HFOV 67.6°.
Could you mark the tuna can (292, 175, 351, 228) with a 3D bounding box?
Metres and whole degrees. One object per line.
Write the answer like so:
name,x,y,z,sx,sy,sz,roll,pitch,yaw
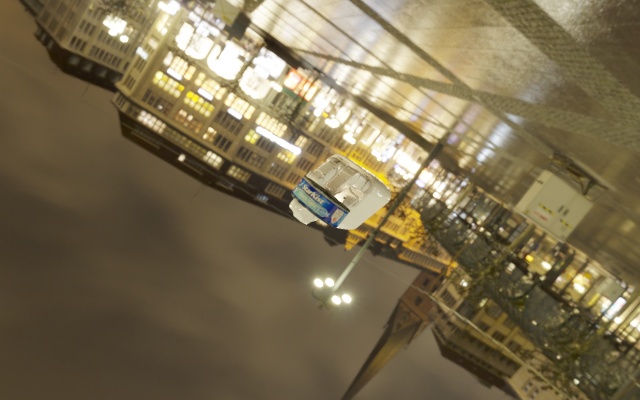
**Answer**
tuna can,0.000,0.003,0.692,0.086,0.034,0.086,38,5,-4
